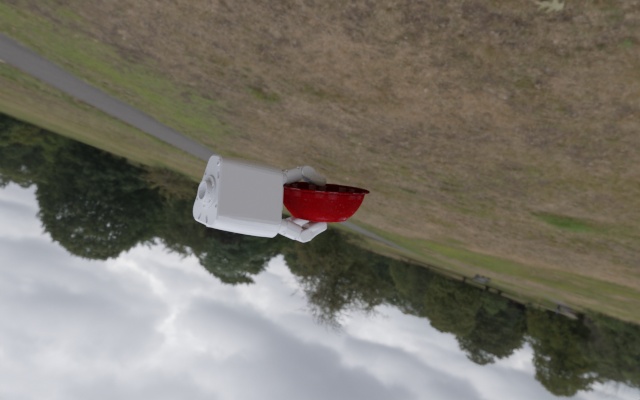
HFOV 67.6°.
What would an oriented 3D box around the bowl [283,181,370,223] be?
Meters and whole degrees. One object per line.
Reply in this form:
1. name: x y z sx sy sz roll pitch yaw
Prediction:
1. bowl: 0.001 0.003 0.807 0.162 0.055 0.162 5 7 -1
